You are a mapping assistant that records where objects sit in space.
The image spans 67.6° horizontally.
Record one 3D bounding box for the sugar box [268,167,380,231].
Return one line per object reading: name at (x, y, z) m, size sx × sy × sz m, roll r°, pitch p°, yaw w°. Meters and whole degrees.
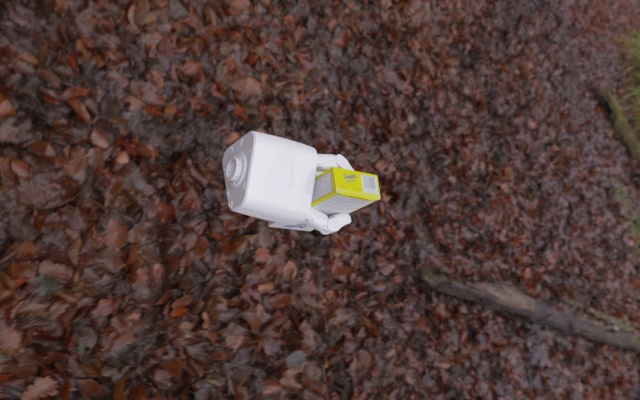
sugar box at (0.000, 0.002, 0.754) m, size 0.093 × 0.048 × 0.176 m, roll 9°, pitch -22°, yaw -39°
